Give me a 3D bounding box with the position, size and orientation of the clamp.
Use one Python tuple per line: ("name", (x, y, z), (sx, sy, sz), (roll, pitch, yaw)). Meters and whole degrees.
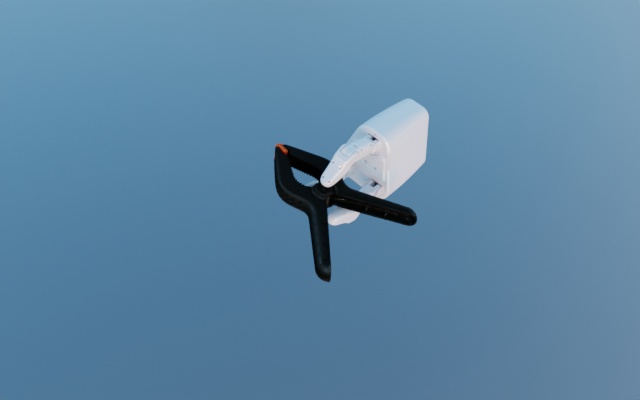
("clamp", (0.000, 0.001, 0.620), (0.210, 0.036, 0.164), (40, 53, 20))
